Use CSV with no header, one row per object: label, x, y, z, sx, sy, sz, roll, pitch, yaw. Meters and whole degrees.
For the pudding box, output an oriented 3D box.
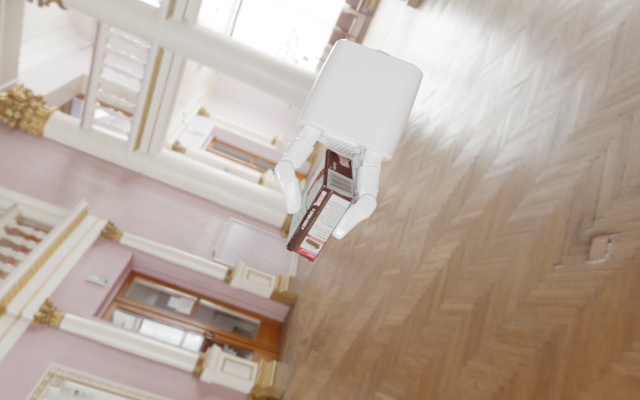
pudding box,0.000,0.002,0.543,0.039,0.090,0.113,27,24,-8
